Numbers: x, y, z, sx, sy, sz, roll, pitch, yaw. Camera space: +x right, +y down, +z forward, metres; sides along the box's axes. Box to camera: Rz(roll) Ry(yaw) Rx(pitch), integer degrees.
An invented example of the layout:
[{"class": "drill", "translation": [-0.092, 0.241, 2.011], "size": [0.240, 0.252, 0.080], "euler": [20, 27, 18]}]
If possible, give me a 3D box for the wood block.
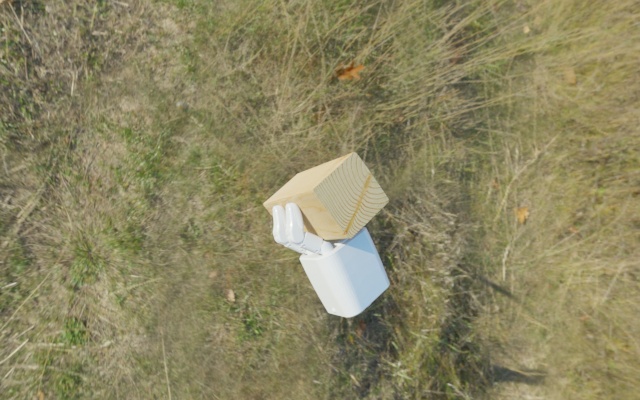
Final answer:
[{"class": "wood block", "translation": [0.001, 0.003, 0.749], "size": [0.090, 0.090, 0.206], "euler": [-42, 13, -23]}]
